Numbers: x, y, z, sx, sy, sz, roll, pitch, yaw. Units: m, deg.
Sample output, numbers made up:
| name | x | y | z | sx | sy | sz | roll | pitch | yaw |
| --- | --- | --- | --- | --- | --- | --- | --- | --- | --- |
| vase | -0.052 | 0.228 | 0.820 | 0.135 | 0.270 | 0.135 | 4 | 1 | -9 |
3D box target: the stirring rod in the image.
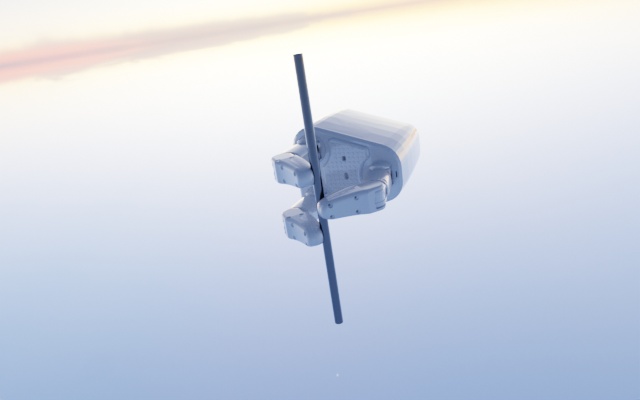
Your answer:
| name | x | y | z | sx | sy | sz | roll | pitch | yaw |
| --- | --- | --- | --- | --- | --- | --- | --- | --- | --- |
| stirring rod | 0.000 | 0.001 | 0.400 | 0.011 | 0.240 | 0.011 | -8 | 21 | 3 |
